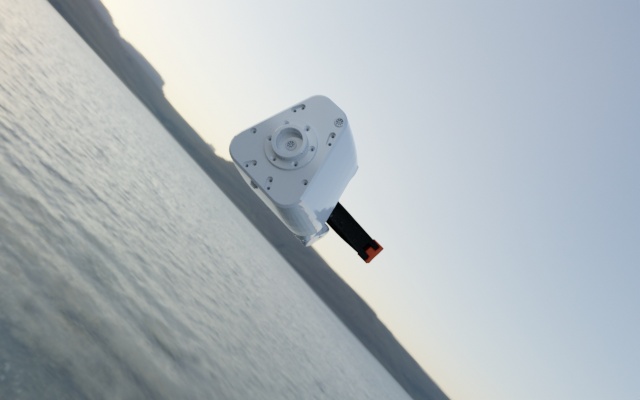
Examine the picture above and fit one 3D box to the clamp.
[{"bbox_3d":[0.001,0.002,0.629,0.210,0.036,0.164,45,-4,17],"label":"clamp"}]
